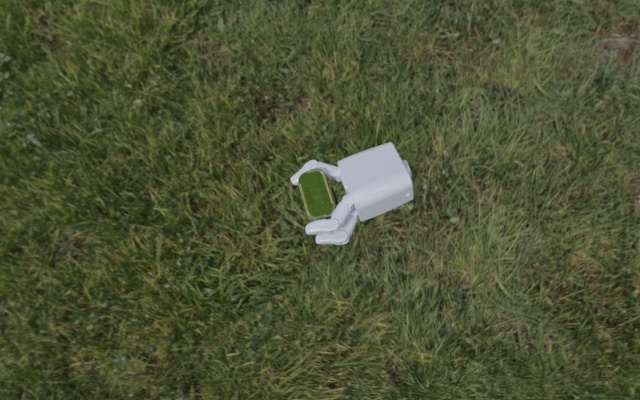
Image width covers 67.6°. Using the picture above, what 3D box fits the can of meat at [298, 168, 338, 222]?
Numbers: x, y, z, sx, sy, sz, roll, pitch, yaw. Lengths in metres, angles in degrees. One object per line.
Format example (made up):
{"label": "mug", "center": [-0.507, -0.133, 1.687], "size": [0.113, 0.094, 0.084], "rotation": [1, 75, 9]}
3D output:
{"label": "can of meat", "center": [0.000, 0.003, 0.865], "size": [0.057, 0.102, 0.084], "rotation": [-19, -25, 4]}
